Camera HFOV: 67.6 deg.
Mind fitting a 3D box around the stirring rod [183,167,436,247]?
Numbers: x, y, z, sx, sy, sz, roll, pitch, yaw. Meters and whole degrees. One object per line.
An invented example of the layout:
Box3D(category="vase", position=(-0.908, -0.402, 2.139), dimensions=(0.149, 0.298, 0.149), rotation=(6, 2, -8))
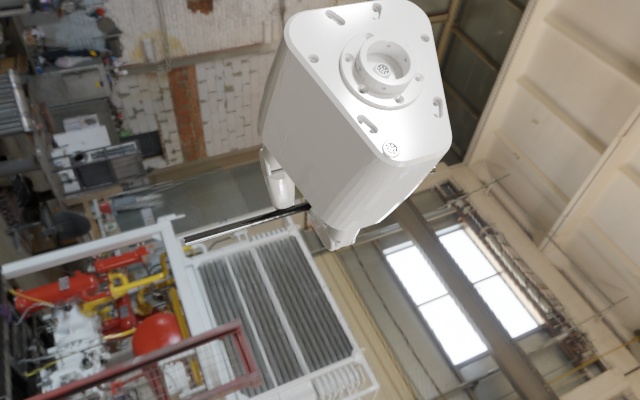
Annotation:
Box3D(category="stirring rod", position=(0.000, 0.001, 0.423), dimensions=(0.239, 0.011, 0.011), rotation=(-16, 5, -19))
